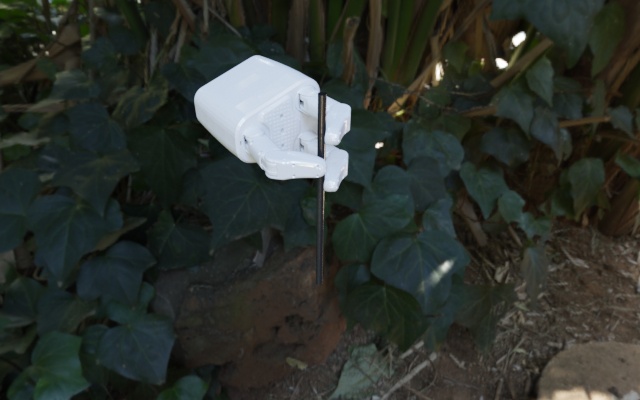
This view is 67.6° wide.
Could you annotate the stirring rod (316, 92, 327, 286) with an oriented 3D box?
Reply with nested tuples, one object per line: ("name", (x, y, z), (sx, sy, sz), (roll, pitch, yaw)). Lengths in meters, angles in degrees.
("stirring rod", (0.000, 0.002, 0.496), (0.011, 0.240, 0.011), (1, 37, 0))
